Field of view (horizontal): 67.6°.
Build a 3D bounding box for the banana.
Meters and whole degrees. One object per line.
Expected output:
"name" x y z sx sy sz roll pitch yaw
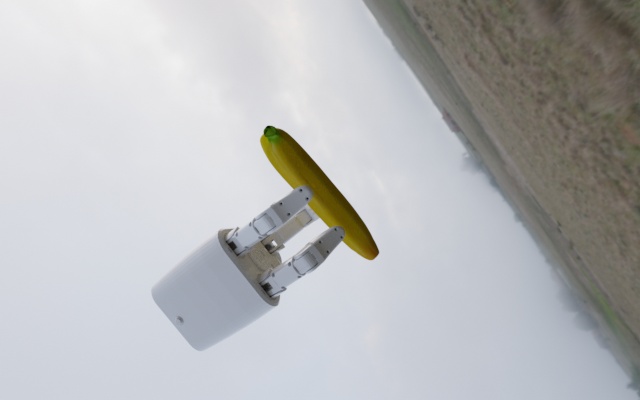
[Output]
"banana" -0.005 -0.010 0.504 0.037 0.198 0.069 -37 30 10
